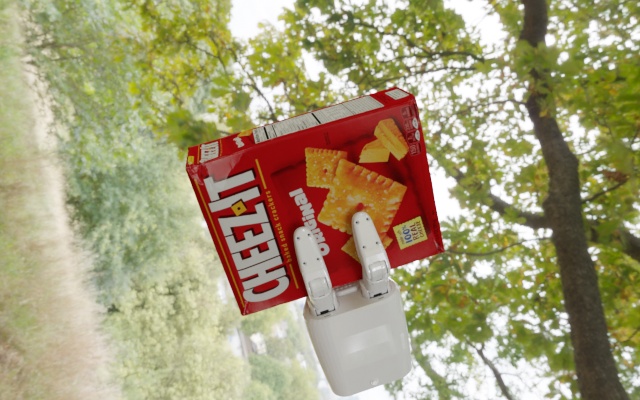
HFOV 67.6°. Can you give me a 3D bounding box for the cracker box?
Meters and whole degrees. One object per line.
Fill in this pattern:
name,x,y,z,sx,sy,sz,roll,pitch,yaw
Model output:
cracker box,0.000,0.001,0.463,0.213,0.164,0.072,-17,23,-5
